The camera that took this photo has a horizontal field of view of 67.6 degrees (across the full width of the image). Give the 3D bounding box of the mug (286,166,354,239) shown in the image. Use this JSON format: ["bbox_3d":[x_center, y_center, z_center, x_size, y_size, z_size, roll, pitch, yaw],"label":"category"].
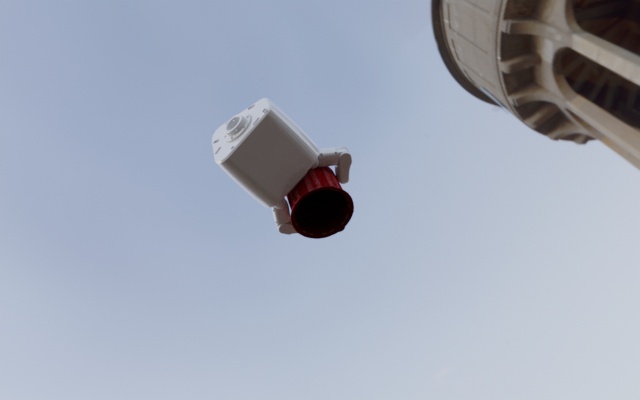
[{"bbox_3d":[0.001,0.003,0.713,0.117,0.093,0.081,45,14,-37],"label":"mug"}]
